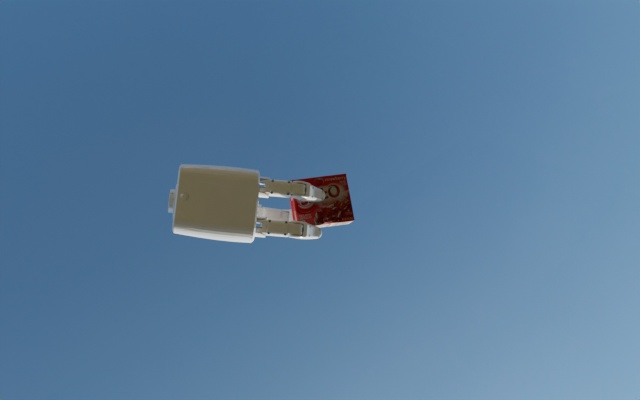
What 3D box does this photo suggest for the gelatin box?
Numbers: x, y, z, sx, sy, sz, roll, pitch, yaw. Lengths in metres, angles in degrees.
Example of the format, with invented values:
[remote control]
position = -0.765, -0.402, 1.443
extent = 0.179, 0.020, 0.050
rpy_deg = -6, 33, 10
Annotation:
[gelatin box]
position = 0.000, 0.002, 0.706
extent = 0.089, 0.073, 0.030
rpy_deg = -7, -10, -17
